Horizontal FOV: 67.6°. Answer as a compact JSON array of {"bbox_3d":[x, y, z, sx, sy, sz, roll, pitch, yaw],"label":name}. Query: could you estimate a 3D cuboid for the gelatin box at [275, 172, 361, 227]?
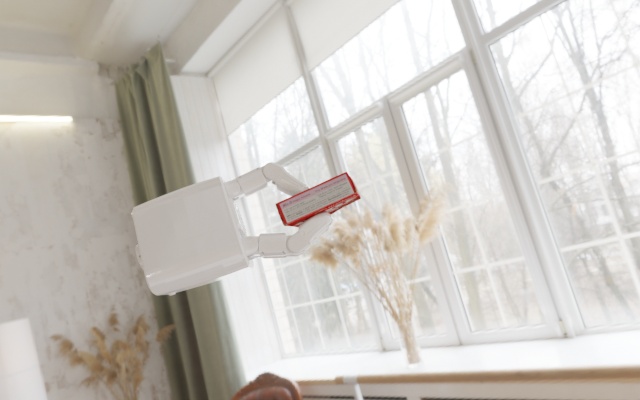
[{"bbox_3d":[0.000,0.001,0.550,0.089,0.030,0.073,-25,-8,6],"label":"gelatin box"}]
